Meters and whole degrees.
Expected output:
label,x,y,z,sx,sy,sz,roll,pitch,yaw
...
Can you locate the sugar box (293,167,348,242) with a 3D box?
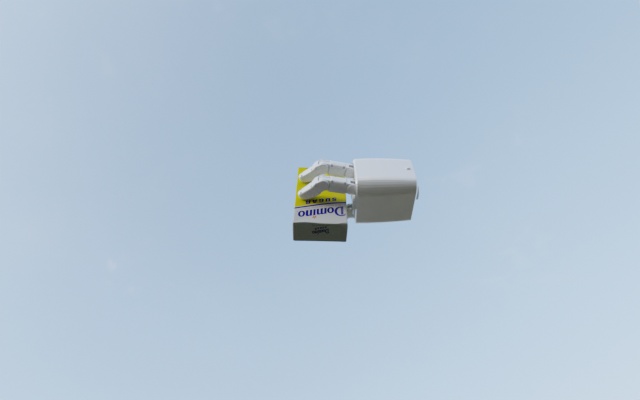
label,x,y,z,sx,sy,sz,roll,pitch,yaw
sugar box,0.000,0.002,0.858,0.093,0.048,0.176,1,33,-1
